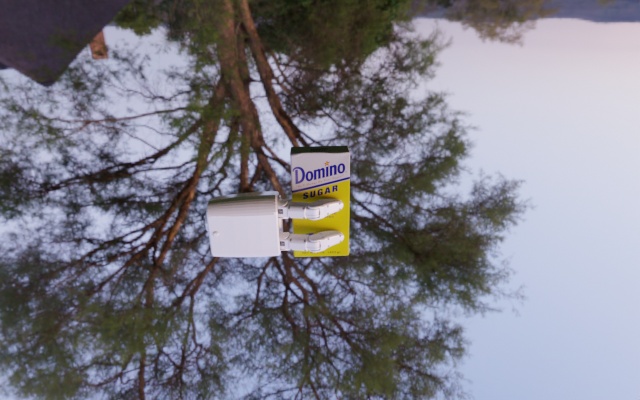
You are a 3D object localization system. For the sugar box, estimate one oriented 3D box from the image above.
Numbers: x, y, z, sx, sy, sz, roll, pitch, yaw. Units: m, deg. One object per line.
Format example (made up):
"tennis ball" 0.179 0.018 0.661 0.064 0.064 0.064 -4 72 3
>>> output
"sugar box" 0.000 0.003 0.763 0.093 0.176 0.048 -2 24 -2
